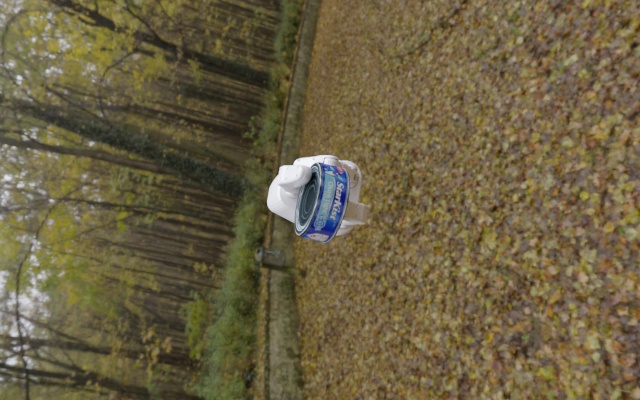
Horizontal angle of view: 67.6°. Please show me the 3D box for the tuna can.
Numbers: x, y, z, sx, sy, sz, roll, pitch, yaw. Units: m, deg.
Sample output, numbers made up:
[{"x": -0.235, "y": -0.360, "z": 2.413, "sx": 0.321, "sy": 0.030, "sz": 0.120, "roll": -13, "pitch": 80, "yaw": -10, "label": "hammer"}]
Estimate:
[{"x": 0.000, "y": 0.002, "z": 0.526, "sx": 0.034, "sy": 0.086, "sz": 0.086, "roll": 14, "pitch": -4, "yaw": -16, "label": "tuna can"}]
